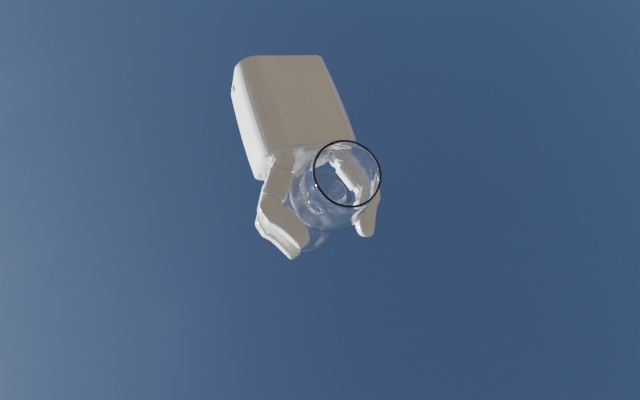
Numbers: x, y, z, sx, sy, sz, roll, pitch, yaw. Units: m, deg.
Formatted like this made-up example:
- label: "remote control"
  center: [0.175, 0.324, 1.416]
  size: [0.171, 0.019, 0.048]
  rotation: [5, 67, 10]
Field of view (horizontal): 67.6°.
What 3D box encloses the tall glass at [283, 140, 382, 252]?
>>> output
- label: "tall glass"
  center: [0.000, 0.002, 0.503]
  size: [0.079, 0.079, 0.201]
  rotation: [0, -15, -14]
